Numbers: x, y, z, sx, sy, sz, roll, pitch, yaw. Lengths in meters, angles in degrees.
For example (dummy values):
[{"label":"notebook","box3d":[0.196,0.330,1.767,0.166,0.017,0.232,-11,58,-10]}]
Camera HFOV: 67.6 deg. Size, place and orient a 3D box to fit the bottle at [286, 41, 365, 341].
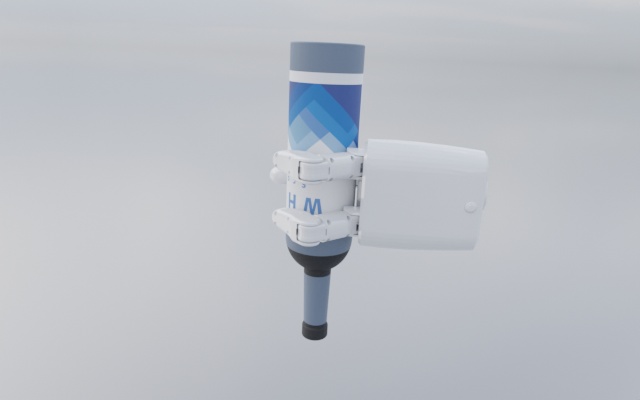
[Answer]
[{"label":"bottle","box3d":[0.000,0.001,0.466,0.069,0.296,0.069,2,17,-1]}]
